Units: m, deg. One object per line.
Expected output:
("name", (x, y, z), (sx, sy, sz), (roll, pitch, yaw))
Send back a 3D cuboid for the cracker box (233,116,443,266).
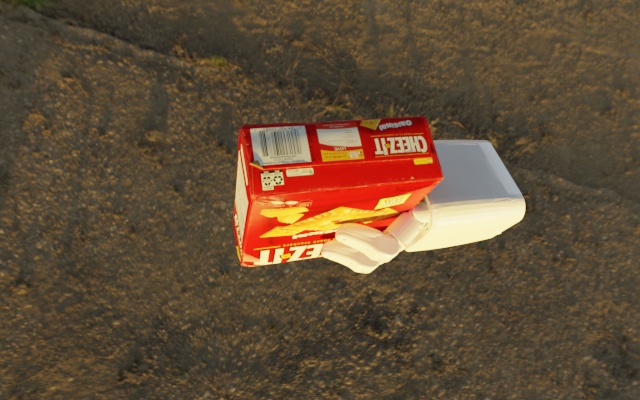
("cracker box", (0.000, 0.001, 0.480), (0.164, 0.072, 0.214), (-5, -21, -14))
